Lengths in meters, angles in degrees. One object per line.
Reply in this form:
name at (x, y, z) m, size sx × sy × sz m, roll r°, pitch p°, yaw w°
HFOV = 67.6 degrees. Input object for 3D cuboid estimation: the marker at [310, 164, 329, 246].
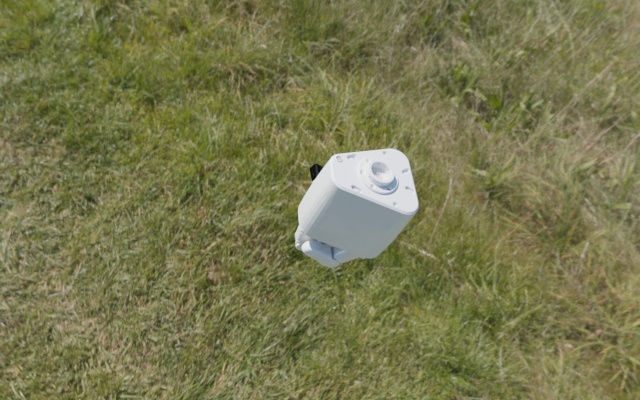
marker at (0.000, 0.002, 0.628) m, size 0.020 × 0.121 × 0.020 m, roll -5°, pitch -32°, yaw -3°
